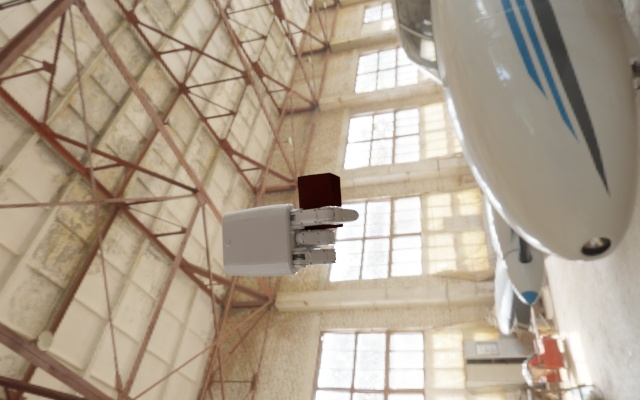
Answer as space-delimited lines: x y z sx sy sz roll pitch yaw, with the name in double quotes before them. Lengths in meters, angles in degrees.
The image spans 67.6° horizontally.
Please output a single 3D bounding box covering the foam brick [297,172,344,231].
"foam brick" 0.000 0.002 0.696 0.051 0.078 0.053 -6 -8 18
